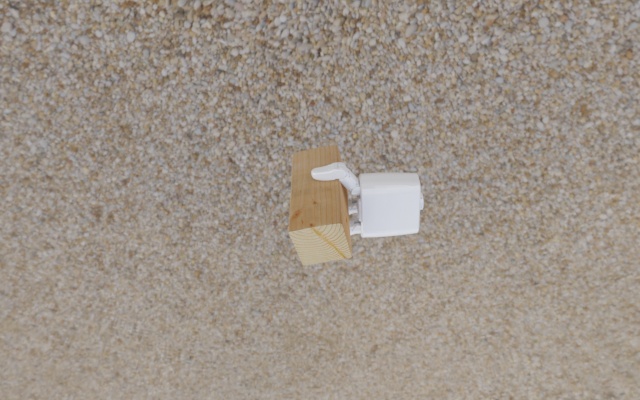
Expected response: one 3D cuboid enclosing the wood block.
[{"bbox_3d":[0.000,0.003,0.860,0.090,0.091,0.206,-10,43,9],"label":"wood block"}]
